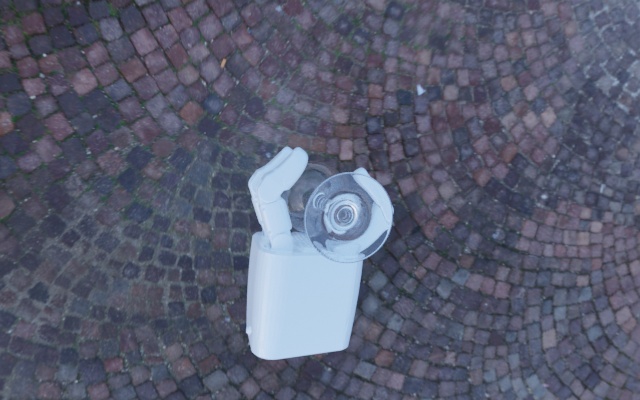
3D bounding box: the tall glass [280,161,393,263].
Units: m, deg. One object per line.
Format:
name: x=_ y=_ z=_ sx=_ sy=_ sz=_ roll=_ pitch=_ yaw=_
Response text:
tall glass: x=0.000 y=0.002 z=0.477 sx=0.079 sy=0.079 sz=0.201 roll=0 pitch=8 yaw=-14
